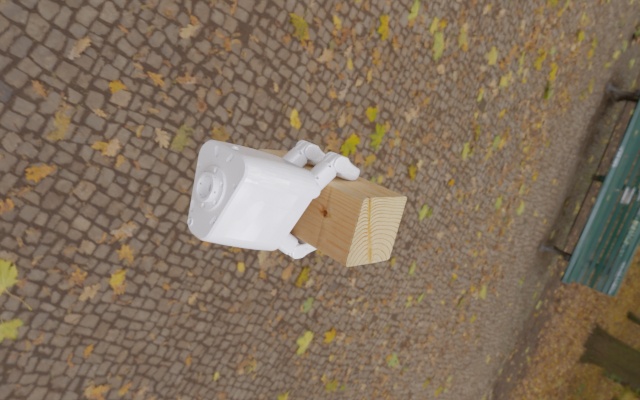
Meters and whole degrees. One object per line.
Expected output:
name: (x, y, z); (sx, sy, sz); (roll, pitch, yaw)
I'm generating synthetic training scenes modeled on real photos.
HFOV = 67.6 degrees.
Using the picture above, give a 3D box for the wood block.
wood block: (0.000, 0.002, 0.650); (0.090, 0.091, 0.206); (-2, 22, -46)
